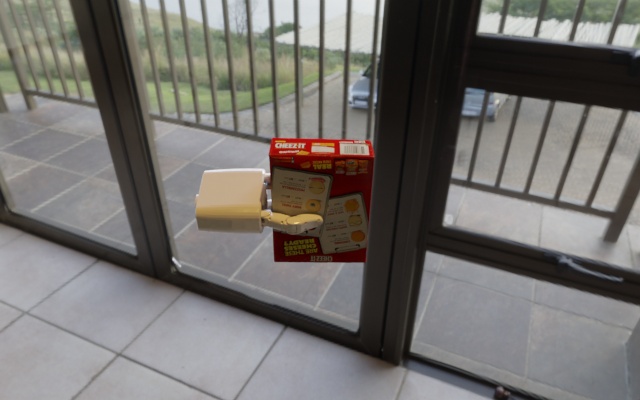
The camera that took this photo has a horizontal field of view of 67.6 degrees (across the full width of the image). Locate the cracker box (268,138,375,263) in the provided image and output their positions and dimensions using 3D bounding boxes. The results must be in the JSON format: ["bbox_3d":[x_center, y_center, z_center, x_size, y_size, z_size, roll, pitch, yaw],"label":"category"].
[{"bbox_3d":[0.000,0.003,0.806,0.164,0.214,0.072,1,33,0],"label":"cracker box"}]
